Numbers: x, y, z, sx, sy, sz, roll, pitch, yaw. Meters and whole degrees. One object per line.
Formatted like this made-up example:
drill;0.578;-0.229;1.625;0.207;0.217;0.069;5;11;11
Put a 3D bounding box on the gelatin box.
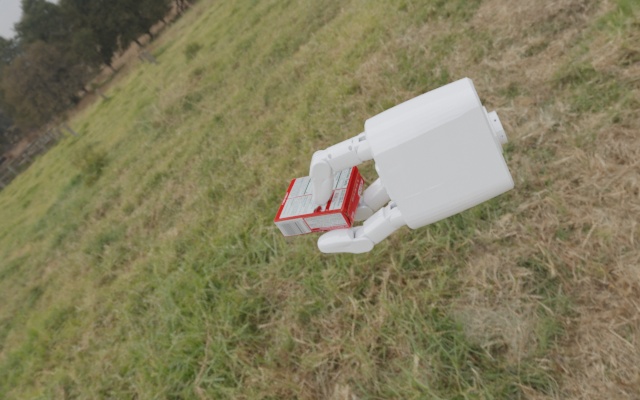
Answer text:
gelatin box;0.000;0.001;0.539;0.089;0.030;0.073;-10;40;27
